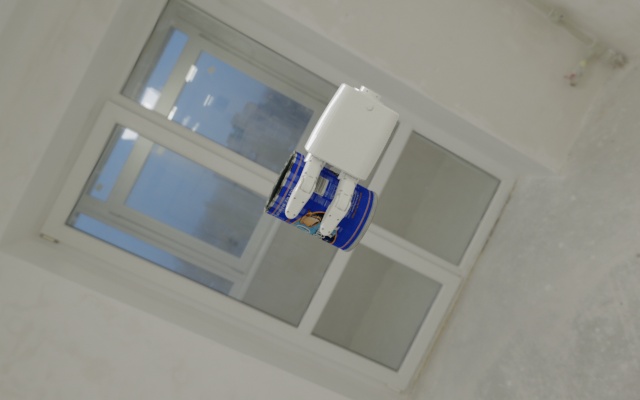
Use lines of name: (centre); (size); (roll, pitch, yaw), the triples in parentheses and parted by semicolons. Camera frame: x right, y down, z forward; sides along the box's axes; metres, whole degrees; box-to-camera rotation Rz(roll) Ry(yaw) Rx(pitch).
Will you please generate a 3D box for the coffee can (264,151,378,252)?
coffee can: (0.000, 0.003, 0.720); (0.140, 0.103, 0.103); (27, -6, -11)
